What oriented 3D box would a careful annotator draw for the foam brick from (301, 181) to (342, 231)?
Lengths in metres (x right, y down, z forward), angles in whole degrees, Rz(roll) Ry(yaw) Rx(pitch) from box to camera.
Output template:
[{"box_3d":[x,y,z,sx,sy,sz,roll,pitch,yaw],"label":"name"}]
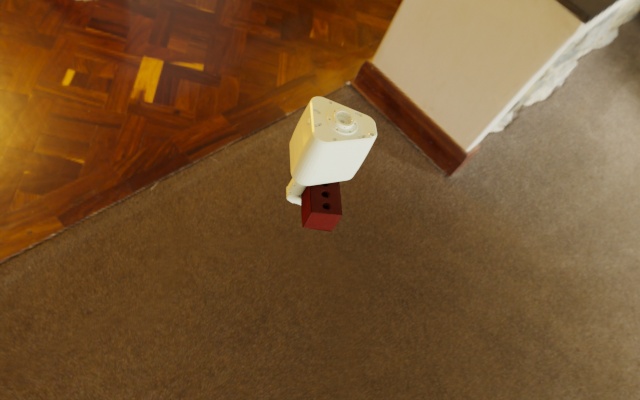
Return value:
[{"box_3d":[0.000,0.003,0.776,0.053,0.078,0.051,7,-33,-18],"label":"foam brick"}]
